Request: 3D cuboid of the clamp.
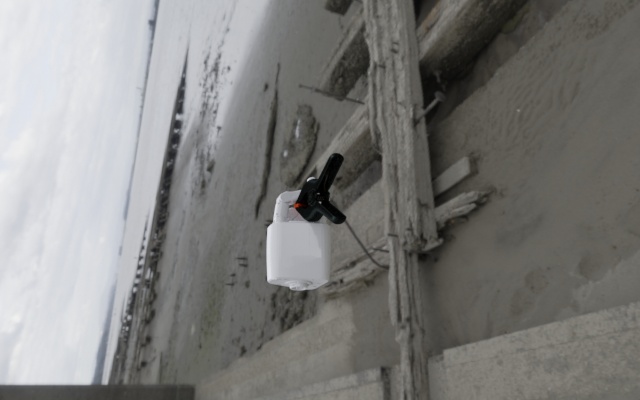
[{"bbox_3d":[-0.001,0.003,0.847,0.039,0.120,0.171,9,-25,-21],"label":"clamp"}]
